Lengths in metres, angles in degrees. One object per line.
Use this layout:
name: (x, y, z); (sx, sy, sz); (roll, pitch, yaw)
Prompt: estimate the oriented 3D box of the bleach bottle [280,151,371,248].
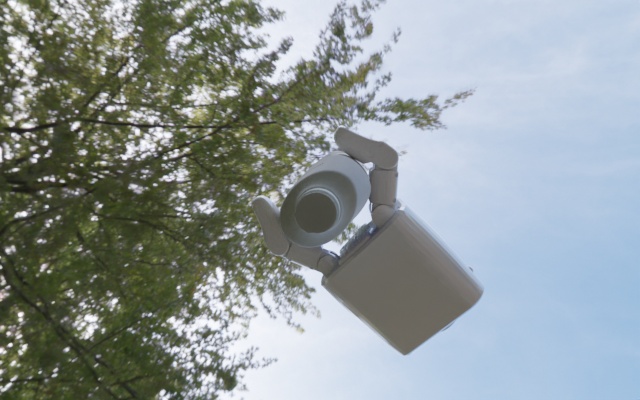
bleach bottle: (0.000, 0.001, 0.444); (0.068, 0.102, 0.251); (44, 7, -1)
